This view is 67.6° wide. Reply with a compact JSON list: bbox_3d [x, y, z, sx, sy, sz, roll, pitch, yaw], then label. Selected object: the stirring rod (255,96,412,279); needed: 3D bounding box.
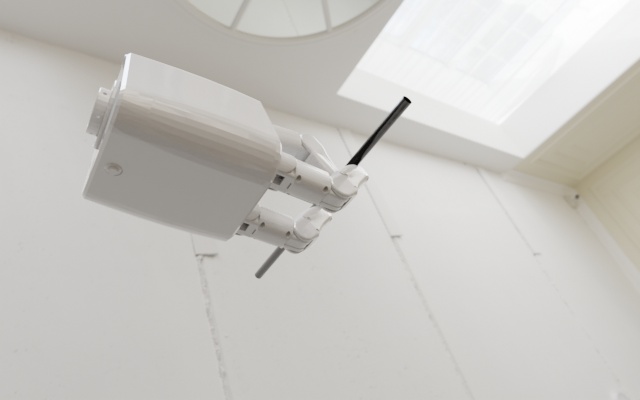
[{"bbox_3d":[0.000,0.001,0.419,0.011,0.011,0.240,0,-39,-43],"label":"stirring rod"}]
